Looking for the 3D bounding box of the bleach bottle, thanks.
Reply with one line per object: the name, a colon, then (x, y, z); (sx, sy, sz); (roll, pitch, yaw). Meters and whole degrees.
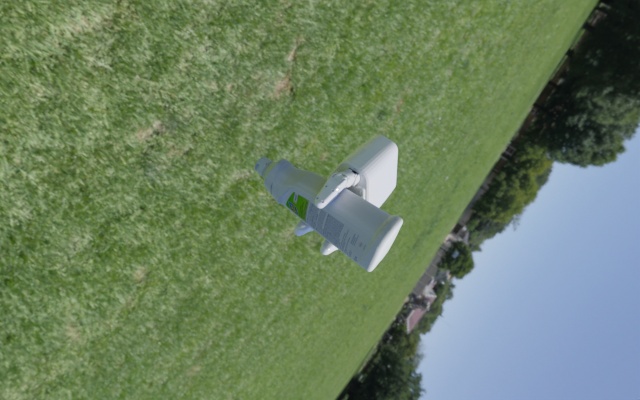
bleach bottle: (0.000, 0.003, 0.749); (0.251, 0.103, 0.068); (35, 52, 16)
